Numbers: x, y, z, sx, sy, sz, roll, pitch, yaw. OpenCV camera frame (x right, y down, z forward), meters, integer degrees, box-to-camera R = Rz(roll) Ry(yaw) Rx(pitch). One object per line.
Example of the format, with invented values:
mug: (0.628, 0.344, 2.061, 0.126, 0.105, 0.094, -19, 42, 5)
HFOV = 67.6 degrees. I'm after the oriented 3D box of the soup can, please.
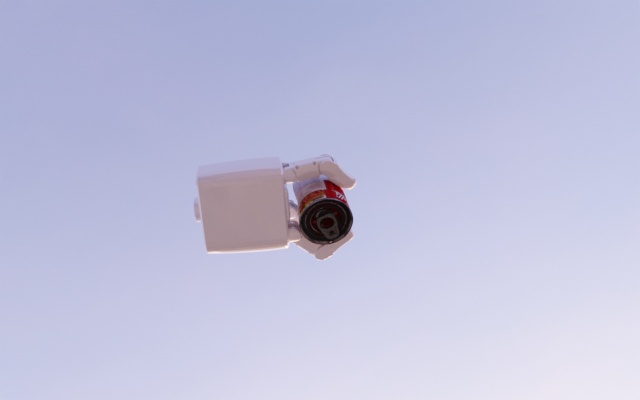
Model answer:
soup can: (0.001, 0.002, 0.630, 0.068, 0.068, 0.102, 0, 30, -10)
